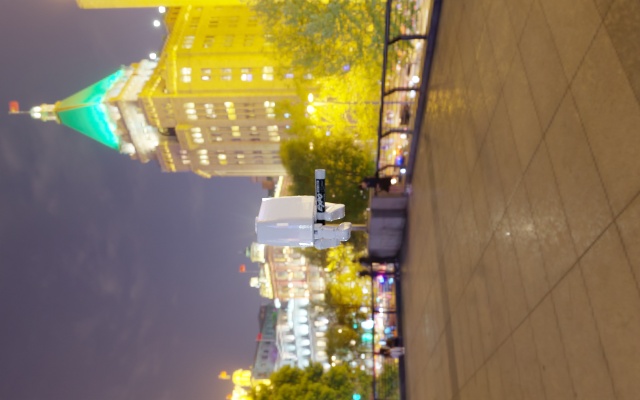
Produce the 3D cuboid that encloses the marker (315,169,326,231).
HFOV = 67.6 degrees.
[{"bbox_3d":[0.000,0.003,0.889,0.020,0.121,0.020,-1,14,0],"label":"marker"}]
